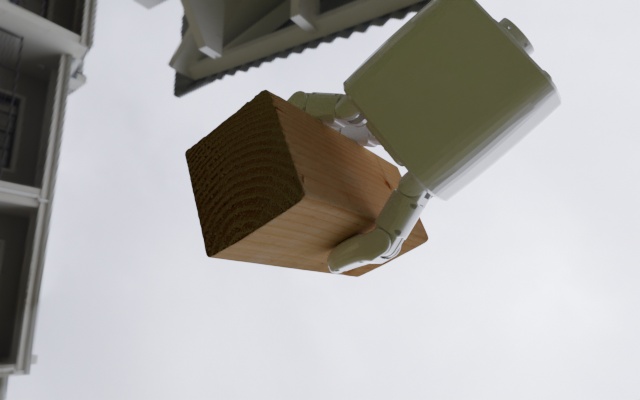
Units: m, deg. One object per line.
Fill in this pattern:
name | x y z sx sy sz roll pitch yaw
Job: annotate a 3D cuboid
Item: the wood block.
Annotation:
wood block | 0.001 0.001 0.406 0.090 0.090 0.206 -31 -27 25
